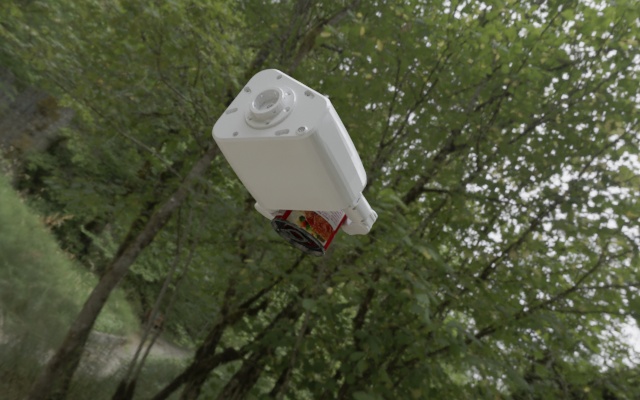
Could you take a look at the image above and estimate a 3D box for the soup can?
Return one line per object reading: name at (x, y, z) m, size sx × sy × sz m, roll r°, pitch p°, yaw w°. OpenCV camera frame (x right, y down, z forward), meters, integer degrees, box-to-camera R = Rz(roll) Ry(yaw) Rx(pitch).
soup can at (0.001, 0.002, 0.532) m, size 0.068 × 0.102 × 0.068 m, roll 28°, pitch -21°, yaw 12°
